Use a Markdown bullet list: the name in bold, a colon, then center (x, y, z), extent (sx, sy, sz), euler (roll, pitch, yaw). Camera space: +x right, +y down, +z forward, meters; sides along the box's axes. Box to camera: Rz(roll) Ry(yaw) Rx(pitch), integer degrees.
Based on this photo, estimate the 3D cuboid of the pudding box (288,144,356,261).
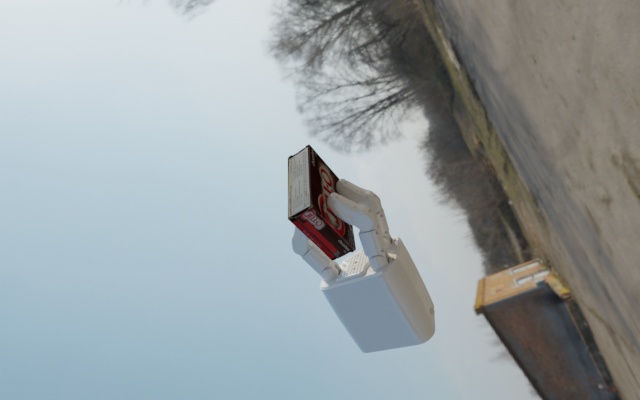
- **pudding box**: center (0.000, 0.002, 0.569), extent (0.039, 0.113, 0.090), euler (-28, -51, 18)
